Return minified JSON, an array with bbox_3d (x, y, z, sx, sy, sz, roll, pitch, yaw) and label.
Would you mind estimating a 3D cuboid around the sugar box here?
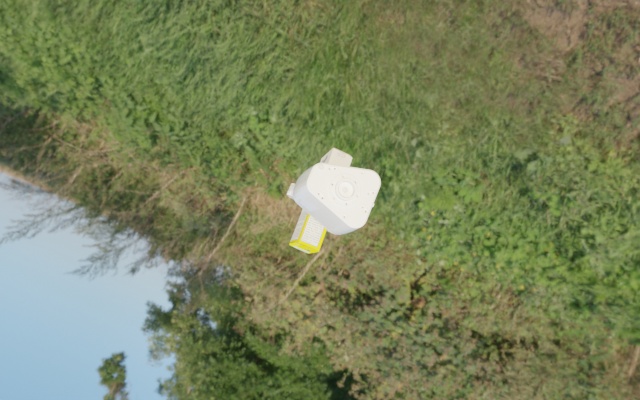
[{"bbox_3d":[0.001,0.003,0.836,0.048,0.176,0.093,25,-12,-9],"label":"sugar box"}]
